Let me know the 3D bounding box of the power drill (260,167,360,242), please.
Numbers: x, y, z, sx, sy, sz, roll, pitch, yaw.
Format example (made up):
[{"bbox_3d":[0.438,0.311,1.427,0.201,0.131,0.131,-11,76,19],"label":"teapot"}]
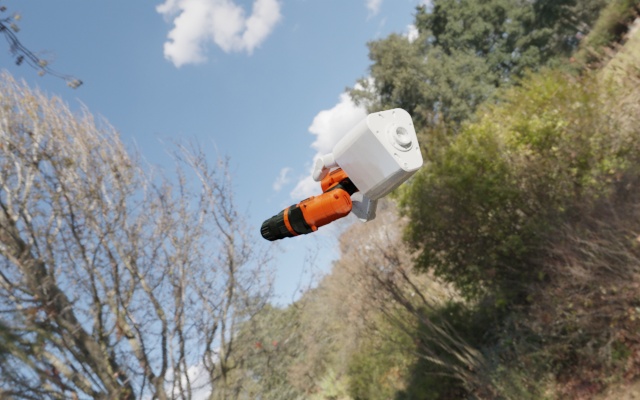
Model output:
[{"bbox_3d":[0.001,0.002,0.840,0.184,0.057,0.187,-20,15,34],"label":"power drill"}]
